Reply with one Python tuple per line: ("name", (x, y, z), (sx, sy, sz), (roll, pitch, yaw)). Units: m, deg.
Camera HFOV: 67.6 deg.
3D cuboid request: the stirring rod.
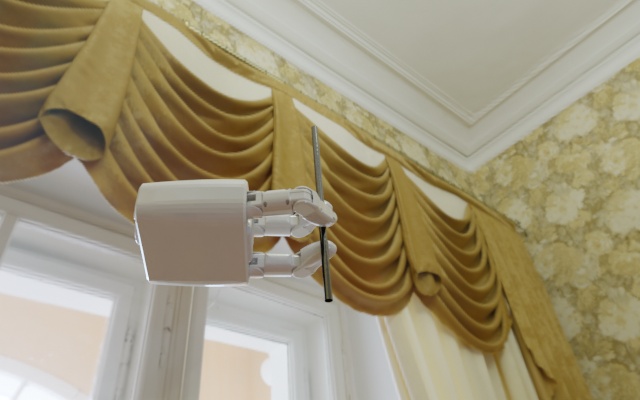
("stirring rod", (0.000, 0.002, 0.528), (0.011, 0.239, 0.011), (-3, -39, -2))
